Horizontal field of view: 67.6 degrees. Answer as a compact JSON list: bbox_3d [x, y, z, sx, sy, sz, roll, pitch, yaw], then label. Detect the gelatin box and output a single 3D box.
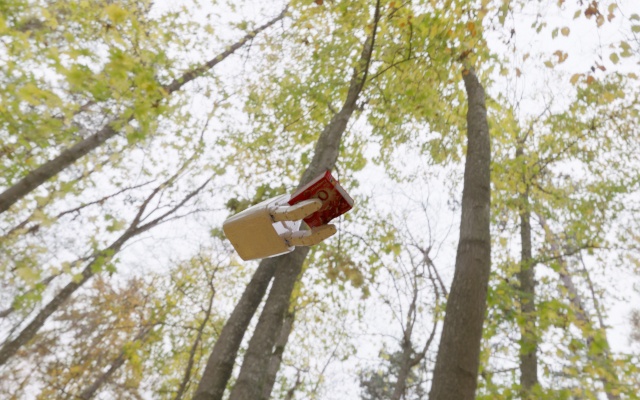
[{"bbox_3d":[0.000,0.002,0.805,0.089,0.073,0.030,-33,17,27],"label":"gelatin box"}]
